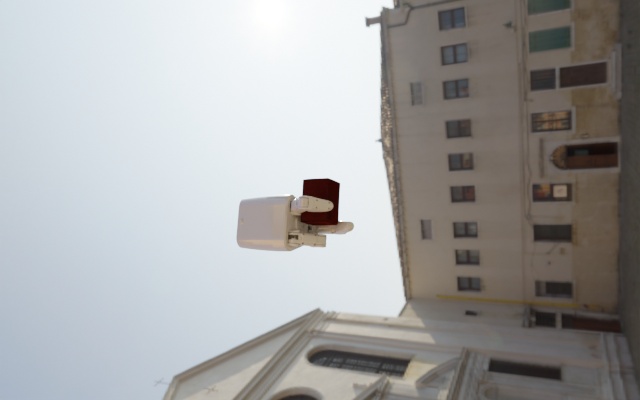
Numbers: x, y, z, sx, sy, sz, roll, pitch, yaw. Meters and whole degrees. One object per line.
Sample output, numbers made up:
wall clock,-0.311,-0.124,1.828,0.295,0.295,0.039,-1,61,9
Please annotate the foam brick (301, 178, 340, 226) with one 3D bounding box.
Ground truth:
foam brick,0.000,0.002,0.841,0.051,0.078,0.053,-1,-11,26
